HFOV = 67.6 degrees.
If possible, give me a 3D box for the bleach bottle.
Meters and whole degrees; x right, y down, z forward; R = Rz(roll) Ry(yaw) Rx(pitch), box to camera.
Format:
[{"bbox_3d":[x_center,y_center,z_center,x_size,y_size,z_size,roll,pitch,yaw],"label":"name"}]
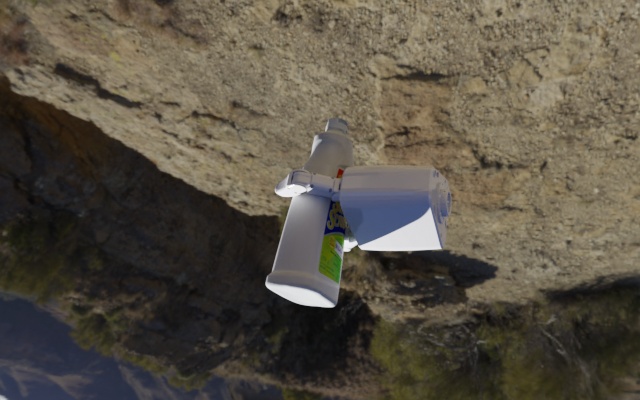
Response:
[{"bbox_3d":[0.000,0.002,0.614,0.068,0.250,0.103,-1,-25,25],"label":"bleach bottle"}]
